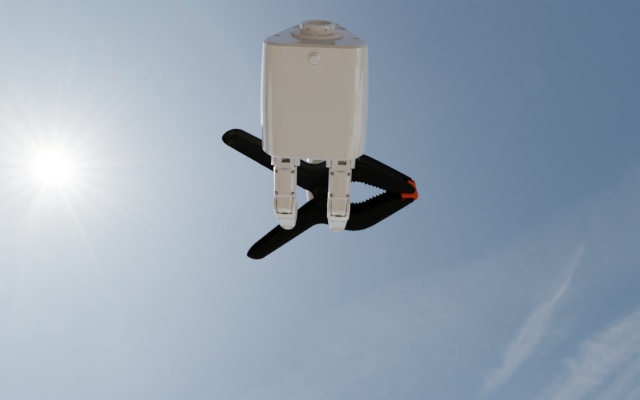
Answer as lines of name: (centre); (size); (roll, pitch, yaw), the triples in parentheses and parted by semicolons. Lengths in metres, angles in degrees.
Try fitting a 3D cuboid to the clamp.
clamp: (0.001, 0.001, 0.535); (0.210, 0.165, 0.036); (3, 32, 2)
